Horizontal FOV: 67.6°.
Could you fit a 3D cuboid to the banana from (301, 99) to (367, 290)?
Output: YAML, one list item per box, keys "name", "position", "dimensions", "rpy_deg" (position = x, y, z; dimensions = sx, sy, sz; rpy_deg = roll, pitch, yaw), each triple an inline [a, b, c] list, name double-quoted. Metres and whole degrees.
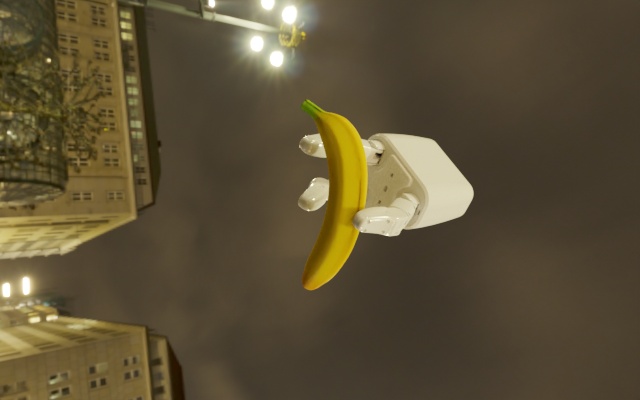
- name: "banana"
  position: [0.014, 0.001, 0.479]
  dimensions: [0.069, 0.198, 0.037]
  rpy_deg: [10, 13, 40]
